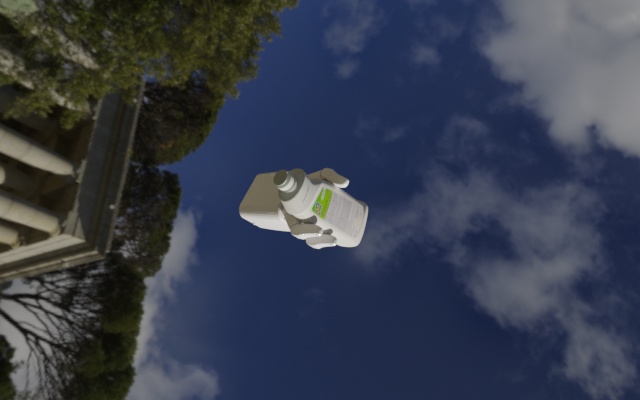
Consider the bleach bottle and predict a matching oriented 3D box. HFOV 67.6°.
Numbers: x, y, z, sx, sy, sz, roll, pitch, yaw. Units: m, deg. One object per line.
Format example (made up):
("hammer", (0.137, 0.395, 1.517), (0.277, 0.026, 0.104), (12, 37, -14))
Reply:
("bleach bottle", (0.000, 0.003, 0.877), (0.068, 0.102, 0.251), (1, -22, 34))
